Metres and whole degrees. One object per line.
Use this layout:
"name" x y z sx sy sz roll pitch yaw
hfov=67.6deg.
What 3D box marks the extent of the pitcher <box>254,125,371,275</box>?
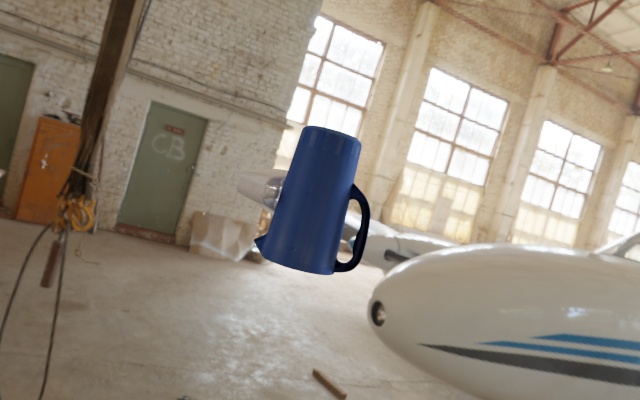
"pitcher" 0.000 0.003 0.826 0.149 0.243 0.145 15 2 -39
